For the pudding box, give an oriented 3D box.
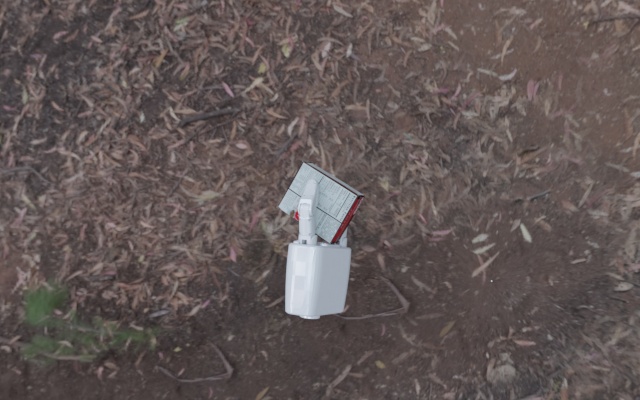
[{"bbox_3d":[0.000,0.003,0.753,0.113,0.090,0.039,33,9,18],"label":"pudding box"}]
